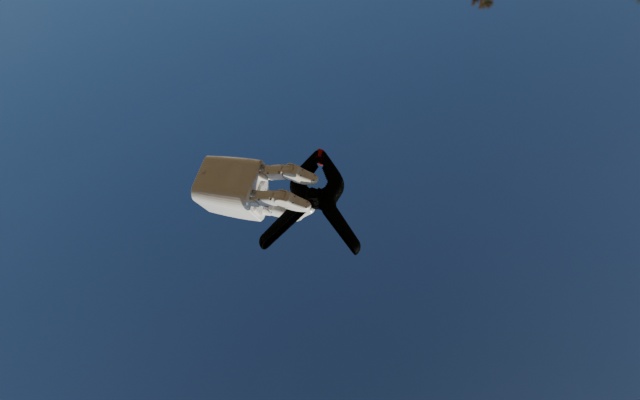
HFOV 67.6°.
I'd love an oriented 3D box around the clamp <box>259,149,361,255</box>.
[{"bbox_3d":[0.000,0.003,0.818,0.164,0.209,0.036,9,-32,9],"label":"clamp"}]
